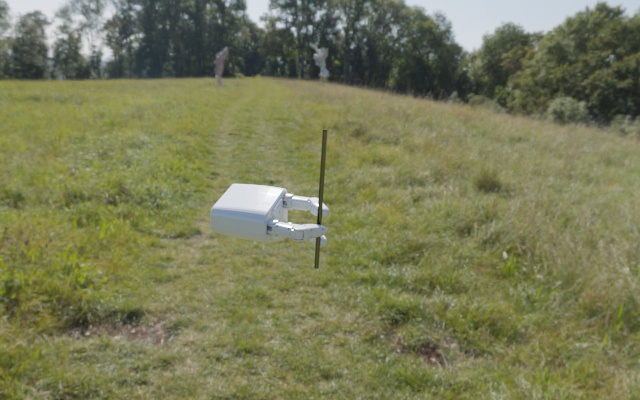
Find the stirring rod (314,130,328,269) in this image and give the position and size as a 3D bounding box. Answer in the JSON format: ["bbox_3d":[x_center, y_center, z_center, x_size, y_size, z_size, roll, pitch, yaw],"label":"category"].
[{"bbox_3d":[0.000,0.003,0.800,0.011,0.239,0.011,3,17,-1],"label":"stirring rod"}]
